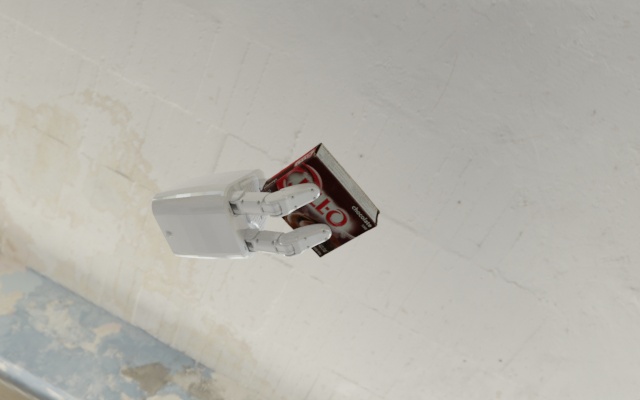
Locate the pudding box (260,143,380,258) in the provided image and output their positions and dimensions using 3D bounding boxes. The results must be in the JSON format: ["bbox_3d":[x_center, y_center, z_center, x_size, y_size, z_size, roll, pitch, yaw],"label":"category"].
[{"bbox_3d":[0.000,0.002,0.557,0.090,0.113,0.039,-32,21,31],"label":"pudding box"}]
